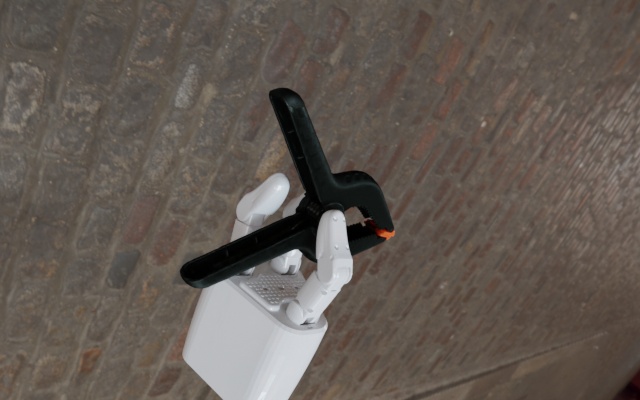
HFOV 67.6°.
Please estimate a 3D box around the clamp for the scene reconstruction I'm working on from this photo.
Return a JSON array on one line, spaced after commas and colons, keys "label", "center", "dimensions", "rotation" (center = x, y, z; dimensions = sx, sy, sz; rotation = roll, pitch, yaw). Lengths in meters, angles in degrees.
[{"label": "clamp", "center": [0.001, 0.002, 0.408], "dimensions": [0.210, 0.164, 0.036], "rotation": [7, 25, -45]}]
